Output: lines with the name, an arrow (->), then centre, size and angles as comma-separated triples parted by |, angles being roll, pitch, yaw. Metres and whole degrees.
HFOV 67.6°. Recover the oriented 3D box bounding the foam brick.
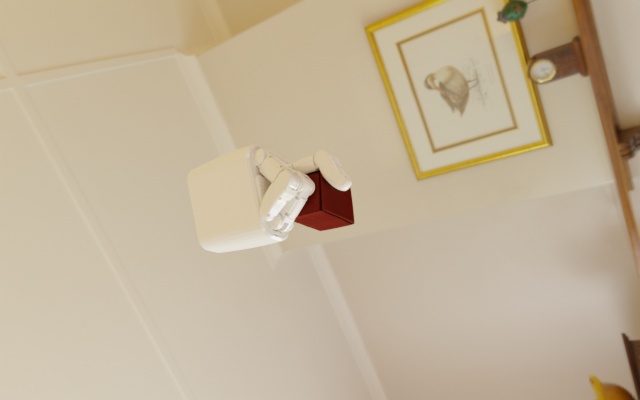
foam brick -> 0.000, 0.002, 0.595 | 0.051, 0.053, 0.078 | -15, -23, 29
